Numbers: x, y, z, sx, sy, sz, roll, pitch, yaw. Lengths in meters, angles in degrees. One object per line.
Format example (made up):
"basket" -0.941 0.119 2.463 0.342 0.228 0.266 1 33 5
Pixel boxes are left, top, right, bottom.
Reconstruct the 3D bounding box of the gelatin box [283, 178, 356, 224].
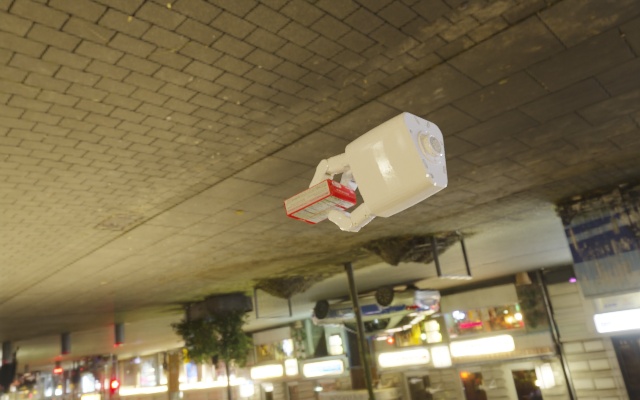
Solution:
"gelatin box" 0.000 0.003 0.738 0.089 0.030 0.073 -27 -26 27
